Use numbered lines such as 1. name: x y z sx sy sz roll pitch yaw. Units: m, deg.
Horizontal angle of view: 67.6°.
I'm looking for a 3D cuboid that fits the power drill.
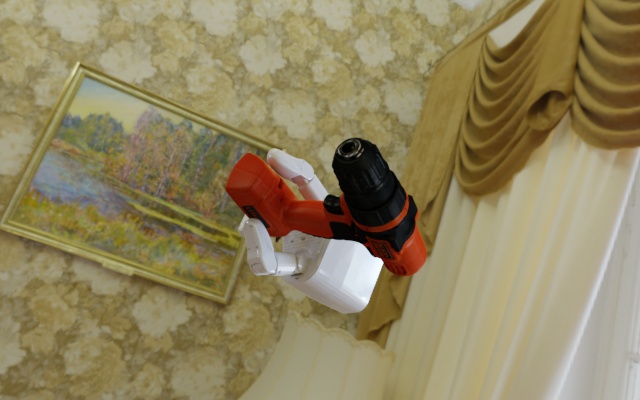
1. power drill: 0.000 0.002 0.463 0.187 0.057 0.185 12 -30 34
